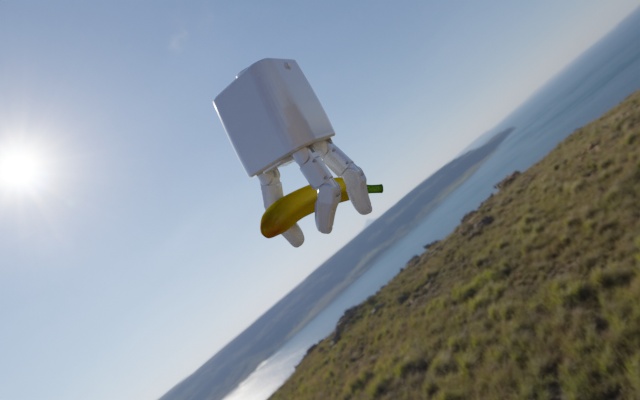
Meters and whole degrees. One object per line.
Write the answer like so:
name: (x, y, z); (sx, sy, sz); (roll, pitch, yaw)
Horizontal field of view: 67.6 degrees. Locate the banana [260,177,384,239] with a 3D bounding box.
banana: (-0.010, 0.001, 0.586); (0.197, 0.037, 0.069); (-23, 13, -40)
